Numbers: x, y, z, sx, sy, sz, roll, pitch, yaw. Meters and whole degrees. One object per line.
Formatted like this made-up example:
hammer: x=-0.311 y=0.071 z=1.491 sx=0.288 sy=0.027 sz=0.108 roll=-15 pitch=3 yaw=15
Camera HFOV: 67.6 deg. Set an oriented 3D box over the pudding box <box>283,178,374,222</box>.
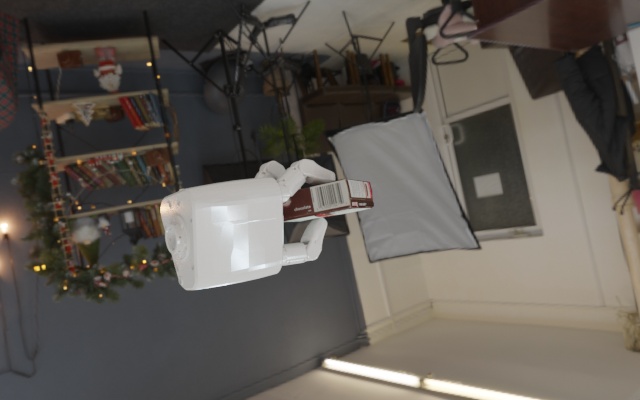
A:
pudding box: x=0.000 y=0.002 z=0.602 sx=0.113 sy=0.039 sz=0.090 roll=-10 pitch=-4 yaw=24
